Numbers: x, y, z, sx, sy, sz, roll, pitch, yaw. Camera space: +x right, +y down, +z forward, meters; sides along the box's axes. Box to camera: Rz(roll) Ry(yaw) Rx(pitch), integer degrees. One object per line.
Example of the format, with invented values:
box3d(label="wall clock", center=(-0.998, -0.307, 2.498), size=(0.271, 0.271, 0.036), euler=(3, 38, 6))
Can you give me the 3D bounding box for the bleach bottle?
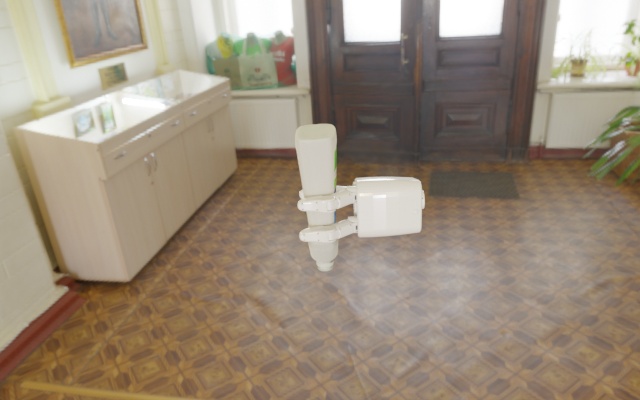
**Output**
box3d(label="bleach bottle", center=(0.000, 0.003, 0.823), size=(0.068, 0.251, 0.102), euler=(-3, 24, 2))
